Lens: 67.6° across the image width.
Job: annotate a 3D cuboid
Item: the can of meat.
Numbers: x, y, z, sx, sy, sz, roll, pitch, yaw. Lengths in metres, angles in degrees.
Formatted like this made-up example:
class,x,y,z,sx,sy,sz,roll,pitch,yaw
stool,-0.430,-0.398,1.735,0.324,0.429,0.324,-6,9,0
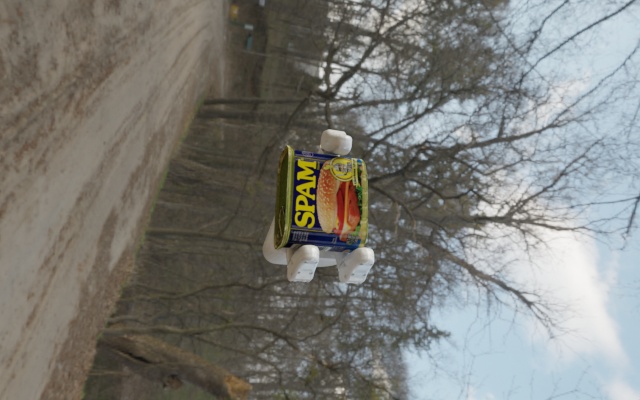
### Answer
class,x,y,z,sx,sy,sz,roll,pitch,yaw
can of meat,0.000,0.002,0.486,0.084,0.102,0.057,6,-18,-15
